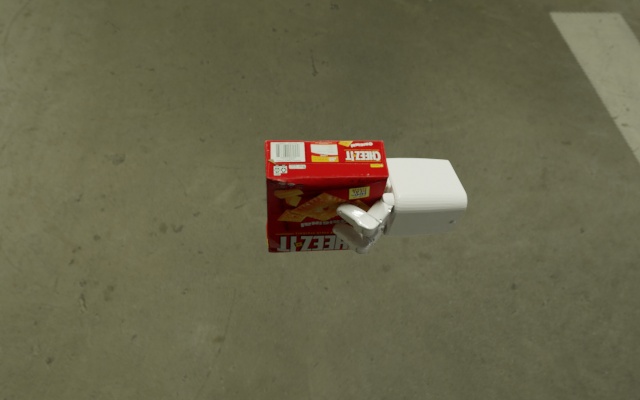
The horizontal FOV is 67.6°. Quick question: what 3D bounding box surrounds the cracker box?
[{"bbox_3d":[0.000,0.002,0.716,0.164,0.072,0.214,-1,-33,-6],"label":"cracker box"}]
